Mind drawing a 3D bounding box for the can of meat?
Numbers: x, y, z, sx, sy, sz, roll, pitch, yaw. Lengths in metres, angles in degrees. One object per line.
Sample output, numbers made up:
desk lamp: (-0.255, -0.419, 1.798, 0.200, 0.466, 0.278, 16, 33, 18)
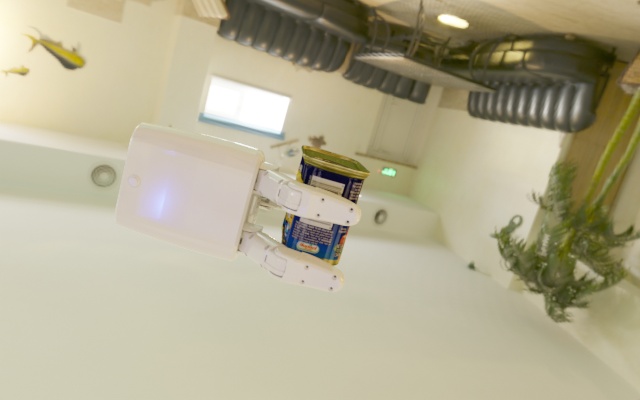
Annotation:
can of meat: (0.000, 0.002, 0.428, 0.057, 0.084, 0.102, 16, 10, -7)
